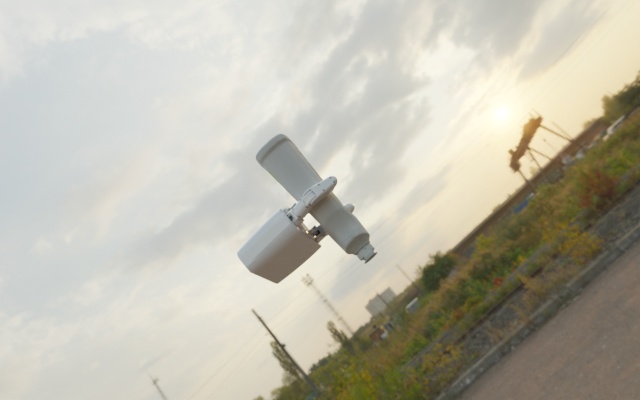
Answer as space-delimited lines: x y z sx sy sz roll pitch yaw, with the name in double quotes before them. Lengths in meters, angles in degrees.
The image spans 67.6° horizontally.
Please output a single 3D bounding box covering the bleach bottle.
"bleach bottle" 0.000 0.003 0.802 0.068 0.250 0.102 -43 -17 3
